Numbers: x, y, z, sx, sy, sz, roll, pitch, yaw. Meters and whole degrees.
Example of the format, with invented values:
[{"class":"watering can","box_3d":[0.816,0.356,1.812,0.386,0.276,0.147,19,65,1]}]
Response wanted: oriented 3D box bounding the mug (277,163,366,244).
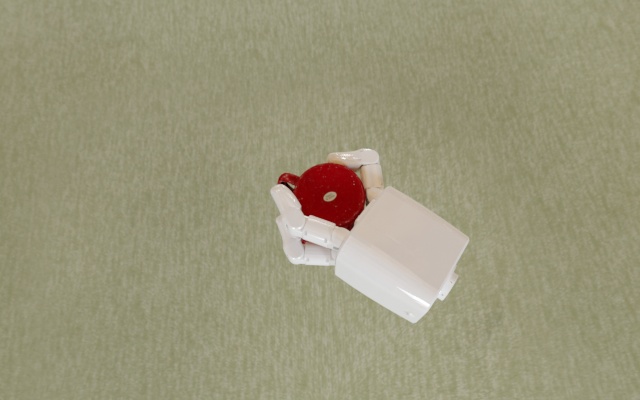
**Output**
[{"class":"mug","box_3d":[-0.001,0.001,0.565,0.117,0.093,0.081,32,-19,13]}]
